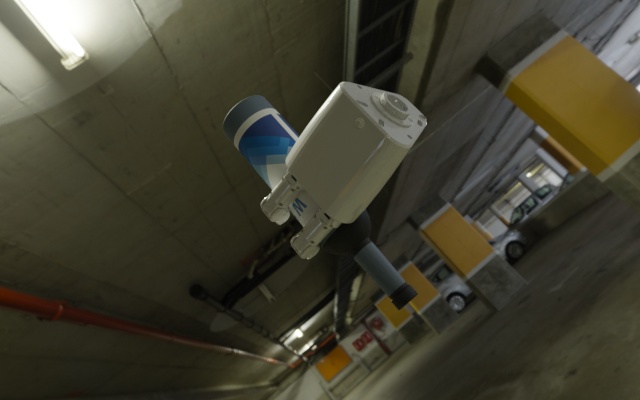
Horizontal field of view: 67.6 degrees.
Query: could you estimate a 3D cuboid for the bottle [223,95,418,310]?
[{"bbox_3d":[0.000,0.002,0.547,0.069,0.295,0.069,-37,-17,-13],"label":"bottle"}]
